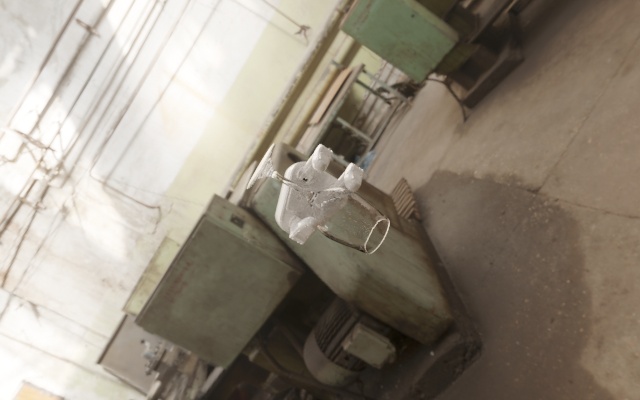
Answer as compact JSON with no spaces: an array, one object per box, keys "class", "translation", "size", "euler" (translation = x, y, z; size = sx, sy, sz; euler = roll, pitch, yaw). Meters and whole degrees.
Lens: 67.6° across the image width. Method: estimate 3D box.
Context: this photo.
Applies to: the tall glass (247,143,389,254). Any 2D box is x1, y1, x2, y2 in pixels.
[{"class":"tall glass","translation":[0.000,0.002,0.684],"size":[0.201,0.079,0.079],"euler":[31,-7,-11]}]
